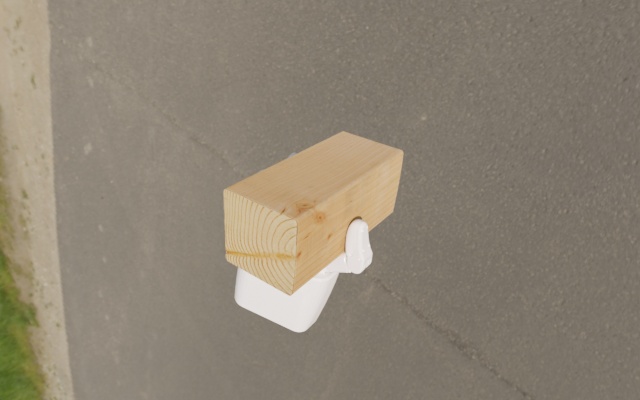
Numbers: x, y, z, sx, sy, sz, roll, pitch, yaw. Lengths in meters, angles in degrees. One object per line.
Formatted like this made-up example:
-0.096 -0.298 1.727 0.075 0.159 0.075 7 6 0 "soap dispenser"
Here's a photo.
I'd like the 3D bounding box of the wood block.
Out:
0.000 0.002 0.529 0.091 0.090 0.206 23 35 28 "wood block"
